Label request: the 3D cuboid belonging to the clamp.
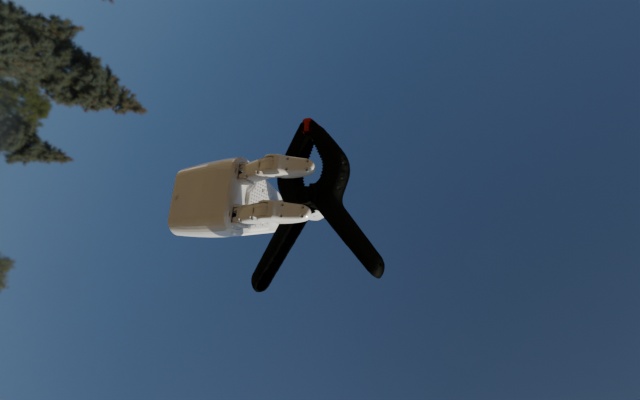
[{"bbox_3d":[0.000,0.002,0.551,0.164,0.210,0.036,-4,-19,29],"label":"clamp"}]
